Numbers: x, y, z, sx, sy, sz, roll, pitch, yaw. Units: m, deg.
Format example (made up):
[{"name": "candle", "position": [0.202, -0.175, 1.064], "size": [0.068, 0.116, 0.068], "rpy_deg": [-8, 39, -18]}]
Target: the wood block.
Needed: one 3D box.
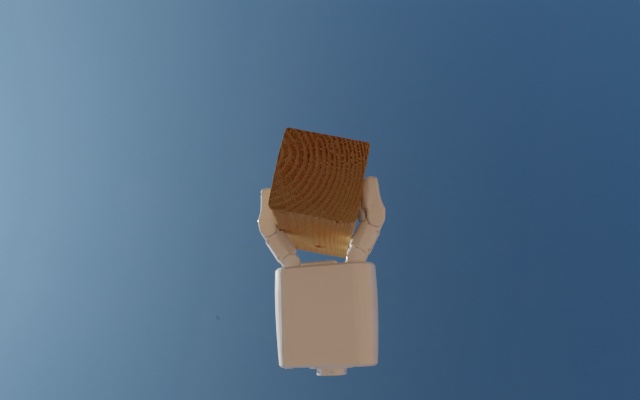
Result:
[{"name": "wood block", "position": [0.000, 0.002, 0.572], "size": [0.091, 0.090, 0.206], "rpy_deg": [10, -16, 3]}]
